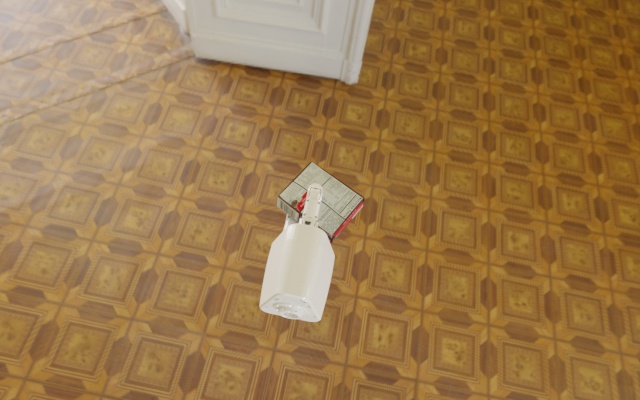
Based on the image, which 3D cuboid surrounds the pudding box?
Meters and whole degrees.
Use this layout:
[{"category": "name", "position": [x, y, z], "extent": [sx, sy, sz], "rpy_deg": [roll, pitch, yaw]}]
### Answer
[{"category": "pudding box", "position": [0.000, 0.002, 0.762], "extent": [0.113, 0.090, 0.039], "rpy_deg": [37, -26, 13]}]
